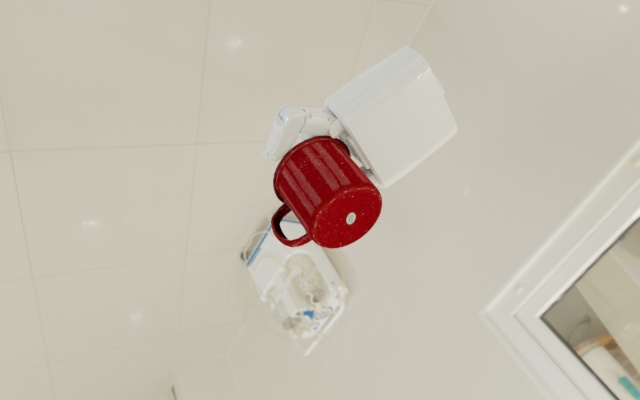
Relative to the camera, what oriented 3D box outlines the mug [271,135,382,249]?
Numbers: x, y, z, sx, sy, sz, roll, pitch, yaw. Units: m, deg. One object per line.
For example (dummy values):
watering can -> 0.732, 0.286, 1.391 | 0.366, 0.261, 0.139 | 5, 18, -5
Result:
mug -> -0.001, 0.003, 0.487 | 0.081, 0.117, 0.093 | 54, 2, 41
